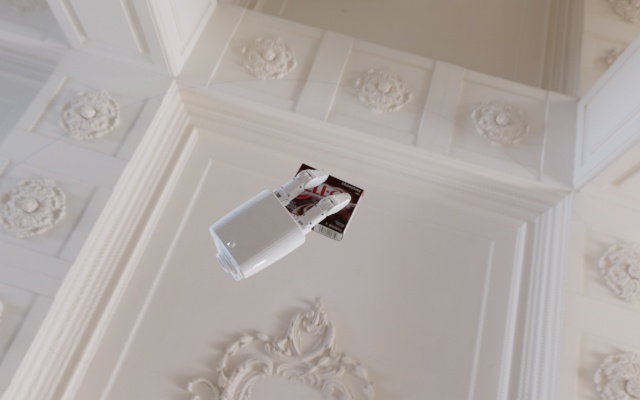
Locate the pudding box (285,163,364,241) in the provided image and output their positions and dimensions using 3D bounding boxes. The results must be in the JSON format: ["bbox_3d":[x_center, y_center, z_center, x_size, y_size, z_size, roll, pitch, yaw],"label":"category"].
[{"bbox_3d":[0.000,0.003,0.759,0.113,0.090,0.039,25,-28,5],"label":"pudding box"}]
